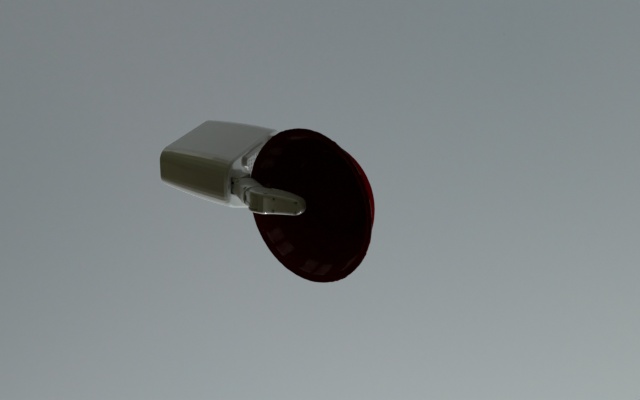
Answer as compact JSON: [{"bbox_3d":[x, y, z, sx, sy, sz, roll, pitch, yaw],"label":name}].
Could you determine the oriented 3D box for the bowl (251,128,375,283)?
[{"bbox_3d":[0.001,0.002,0.504,0.162,0.162,0.055,0,14,40],"label":"bowl"}]
